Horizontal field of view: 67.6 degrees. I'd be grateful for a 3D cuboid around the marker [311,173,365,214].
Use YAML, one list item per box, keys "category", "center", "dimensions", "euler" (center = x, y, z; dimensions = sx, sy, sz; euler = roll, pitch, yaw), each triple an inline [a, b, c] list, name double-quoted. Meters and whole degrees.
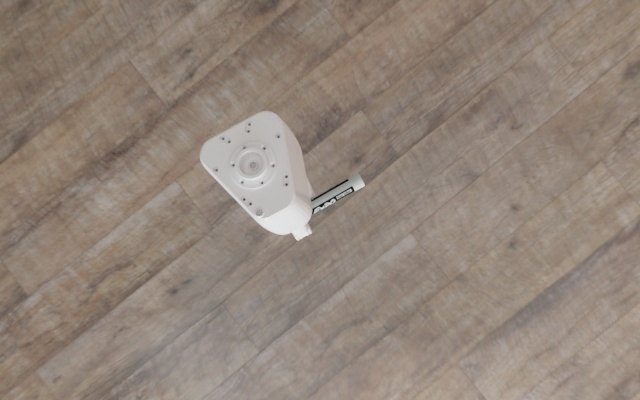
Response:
- category: "marker"
  center: [0.000, 0.002, 0.614]
  dimensions: [0.121, 0.020, 0.020]
  euler: [-29, -1, 1]
